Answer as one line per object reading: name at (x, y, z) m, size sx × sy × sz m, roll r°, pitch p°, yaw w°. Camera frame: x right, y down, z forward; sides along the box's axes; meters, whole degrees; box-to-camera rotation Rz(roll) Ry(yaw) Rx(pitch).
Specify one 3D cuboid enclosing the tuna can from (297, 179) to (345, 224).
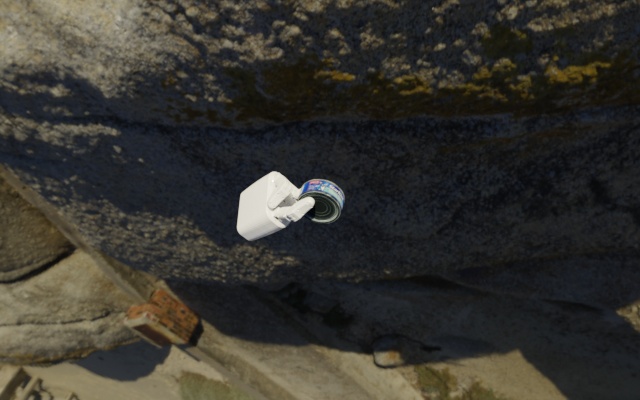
tuna can at (0.000, 0.003, 0.884) m, size 0.086 × 0.086 × 0.033 m, roll 0°, pitch 43°, yaw 18°
